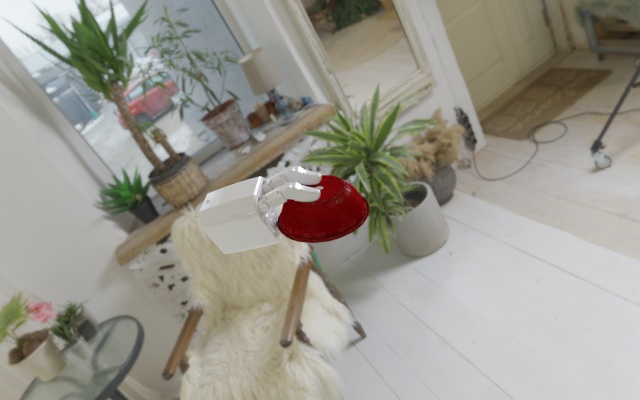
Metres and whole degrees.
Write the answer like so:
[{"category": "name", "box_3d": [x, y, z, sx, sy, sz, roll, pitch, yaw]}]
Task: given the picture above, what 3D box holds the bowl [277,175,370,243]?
[{"category": "bowl", "box_3d": [0.001, 0.002, 0.808, 0.162, 0.055, 0.162, -8, 31, 5]}]
